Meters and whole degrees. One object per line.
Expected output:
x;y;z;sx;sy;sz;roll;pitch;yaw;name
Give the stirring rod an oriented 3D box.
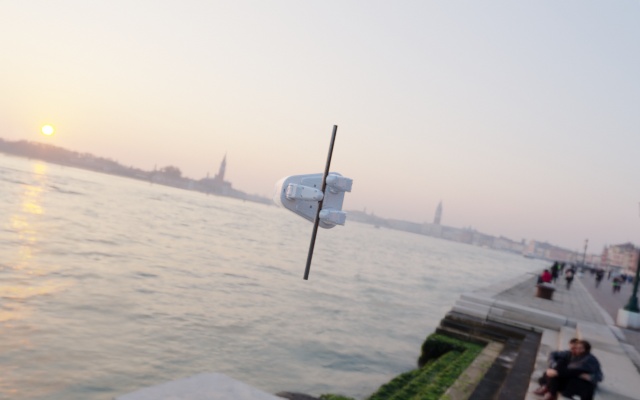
0.000;0.002;0.729;0.011;0.239;0.011;11;-2;0;stirring rod
